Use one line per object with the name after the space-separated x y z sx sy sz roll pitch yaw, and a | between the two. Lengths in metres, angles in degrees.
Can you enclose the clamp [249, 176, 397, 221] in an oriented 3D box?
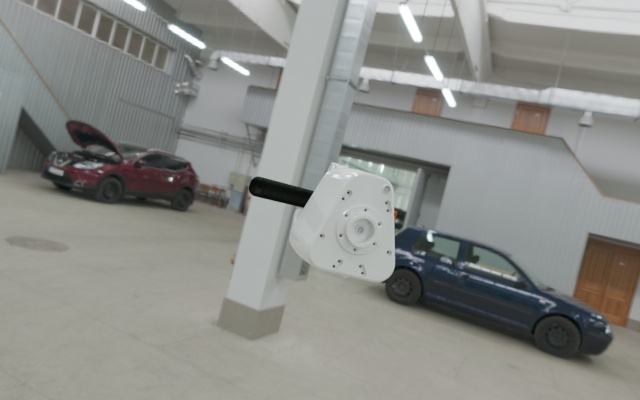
0.001 0.002 0.666 0.210 0.036 0.164 14 1 -12 | clamp
